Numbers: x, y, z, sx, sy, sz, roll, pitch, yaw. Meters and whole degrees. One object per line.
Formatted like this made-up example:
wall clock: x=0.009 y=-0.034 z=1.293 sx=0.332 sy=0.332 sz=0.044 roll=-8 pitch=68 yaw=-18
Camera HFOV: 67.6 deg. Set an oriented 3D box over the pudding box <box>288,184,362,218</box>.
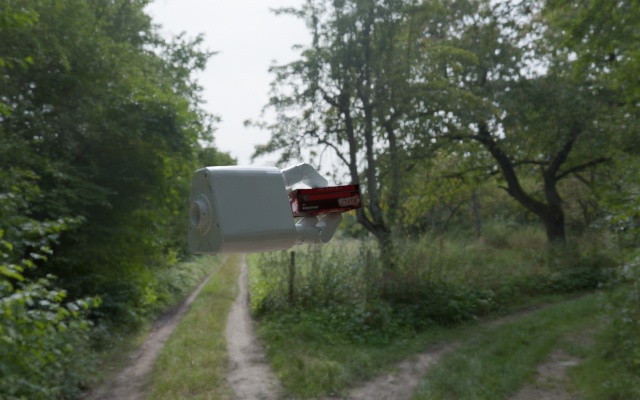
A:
pudding box: x=0.000 y=0.002 z=0.692 sx=0.090 sy=0.039 sz=0.113 roll=-4 pitch=-2 yaw=-13
